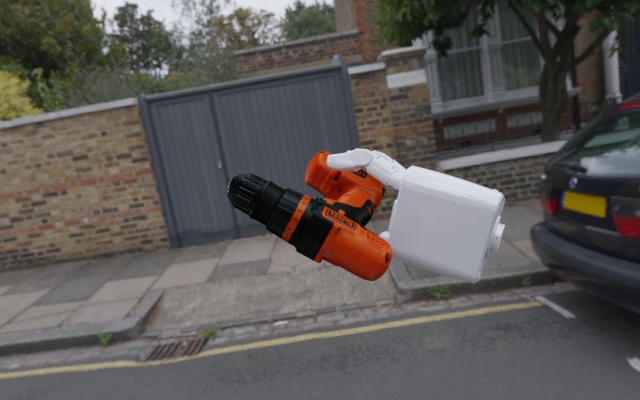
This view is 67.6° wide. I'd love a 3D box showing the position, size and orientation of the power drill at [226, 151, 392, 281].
[{"bbox_3d":[0.000,0.002,0.555,0.184,0.057,0.187,30,26,-1],"label":"power drill"}]
